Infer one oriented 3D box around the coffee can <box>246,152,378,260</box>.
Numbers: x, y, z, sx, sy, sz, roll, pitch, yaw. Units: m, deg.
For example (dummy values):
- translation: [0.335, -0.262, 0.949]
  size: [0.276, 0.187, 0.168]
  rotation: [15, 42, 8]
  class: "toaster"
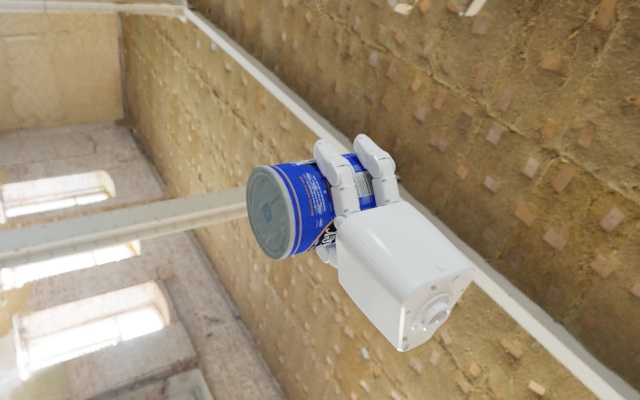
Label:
- translation: [0.000, 0.002, 0.546]
  size: [0.140, 0.103, 0.103]
  rotation: [-12, 6, -31]
  class: "coffee can"
